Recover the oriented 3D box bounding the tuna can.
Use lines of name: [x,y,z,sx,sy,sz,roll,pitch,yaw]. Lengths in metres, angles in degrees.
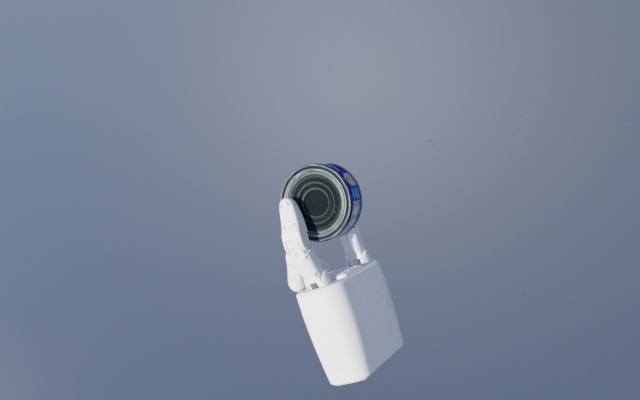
tuna can: [0.000,0.002,0.522,0.086,0.086,0.034,0,4,25]
